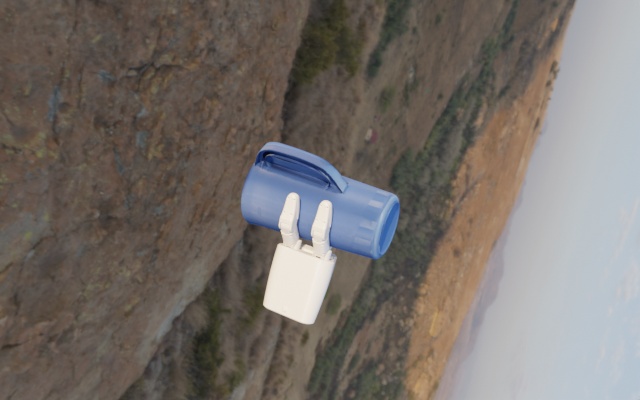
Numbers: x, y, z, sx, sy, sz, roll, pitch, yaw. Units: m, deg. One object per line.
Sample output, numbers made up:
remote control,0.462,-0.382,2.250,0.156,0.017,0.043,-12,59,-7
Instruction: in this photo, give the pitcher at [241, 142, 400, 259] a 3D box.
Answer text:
pitcher,0.000,0.003,0.783,0.243,0.145,0.149,17,3,21
